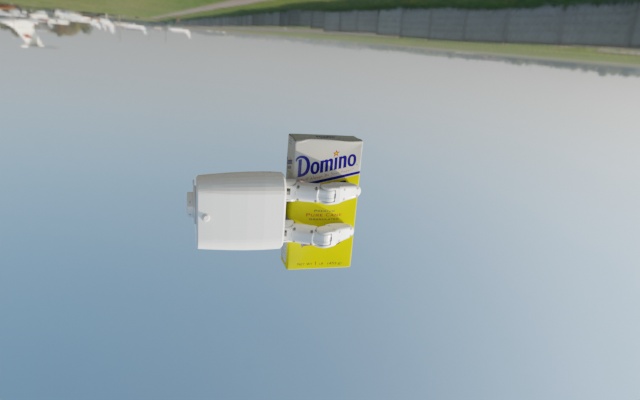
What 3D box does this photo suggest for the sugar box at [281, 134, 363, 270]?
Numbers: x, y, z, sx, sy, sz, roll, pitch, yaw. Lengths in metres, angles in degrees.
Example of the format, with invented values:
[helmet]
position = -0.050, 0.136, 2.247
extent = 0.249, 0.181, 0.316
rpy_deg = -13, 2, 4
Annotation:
[sugar box]
position = 0.000, 0.002, 0.635
extent = 0.093, 0.176, 0.048
rpy_deg = -1, 19, -17
